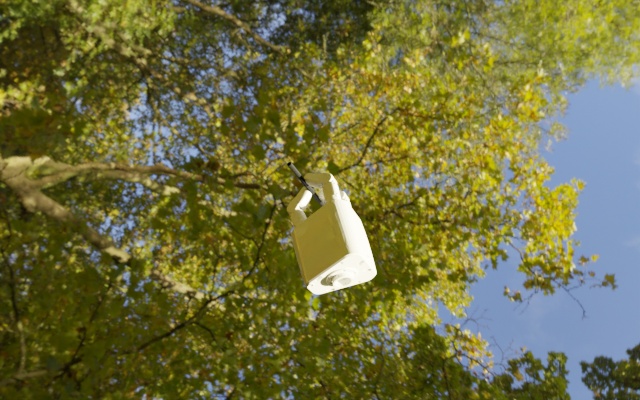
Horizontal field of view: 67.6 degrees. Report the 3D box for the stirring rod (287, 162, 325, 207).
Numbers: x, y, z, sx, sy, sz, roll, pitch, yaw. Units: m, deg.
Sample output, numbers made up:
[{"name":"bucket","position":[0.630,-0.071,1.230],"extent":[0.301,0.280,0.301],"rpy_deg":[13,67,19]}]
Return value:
[{"name":"stirring rod","position":[0.000,0.003,0.862],"extent":[0.011,0.011,0.240],"rpy_deg":[0,-31,29]}]
